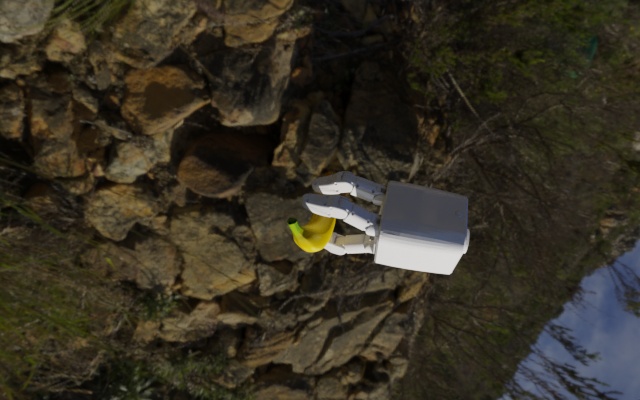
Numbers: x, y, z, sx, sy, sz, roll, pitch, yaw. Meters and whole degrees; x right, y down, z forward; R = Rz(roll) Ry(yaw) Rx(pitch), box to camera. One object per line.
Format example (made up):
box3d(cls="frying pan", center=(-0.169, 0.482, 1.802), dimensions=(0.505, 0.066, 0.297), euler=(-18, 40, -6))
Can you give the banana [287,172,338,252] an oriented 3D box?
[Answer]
box3d(cls="banana", center=(0.000, 0.021, 0.658), dimensions=(0.037, 0.070, 0.197), euler=(3, 21, 13))
